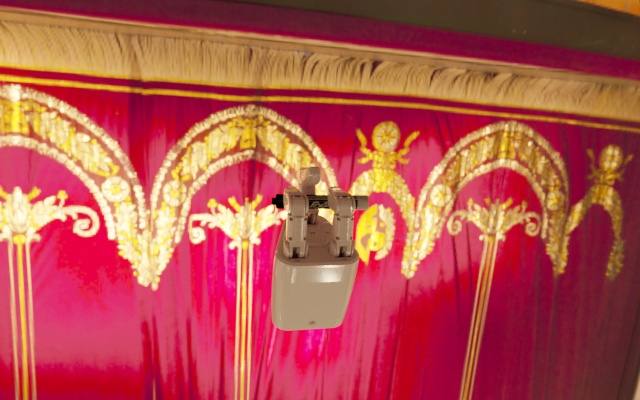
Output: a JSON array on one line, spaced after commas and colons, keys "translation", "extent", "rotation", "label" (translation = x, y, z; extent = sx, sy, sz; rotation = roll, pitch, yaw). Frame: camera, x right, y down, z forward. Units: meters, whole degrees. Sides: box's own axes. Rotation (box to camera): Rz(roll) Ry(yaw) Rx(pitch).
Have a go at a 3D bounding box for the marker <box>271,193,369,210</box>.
[{"translation": [0.000, 0.002, 0.590], "extent": [0.121, 0.020, 0.020], "rotation": [1, 0, -13], "label": "marker"}]
